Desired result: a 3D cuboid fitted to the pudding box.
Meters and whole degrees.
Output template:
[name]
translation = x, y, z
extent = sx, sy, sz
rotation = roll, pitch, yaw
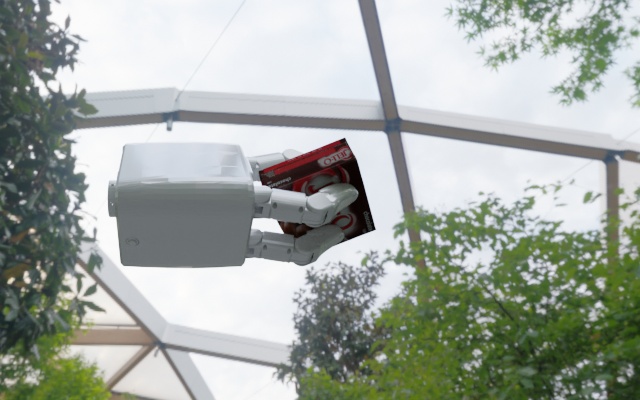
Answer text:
[pudding box]
translation = 0.000, 0.001, 0.473
extent = 0.090, 0.039, 0.114
rotation = -21, -40, 1
